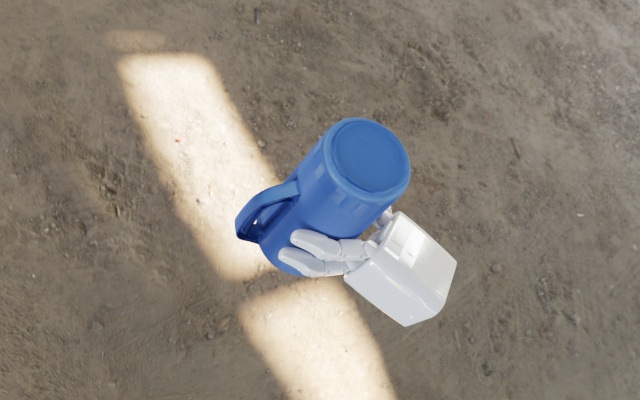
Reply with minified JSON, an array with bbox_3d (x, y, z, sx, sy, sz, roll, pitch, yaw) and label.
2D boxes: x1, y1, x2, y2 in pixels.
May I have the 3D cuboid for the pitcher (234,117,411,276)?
[{"bbox_3d":[0.000,0.002,0.610,0.145,0.149,0.243,40,-33,-1],"label":"pitcher"}]
